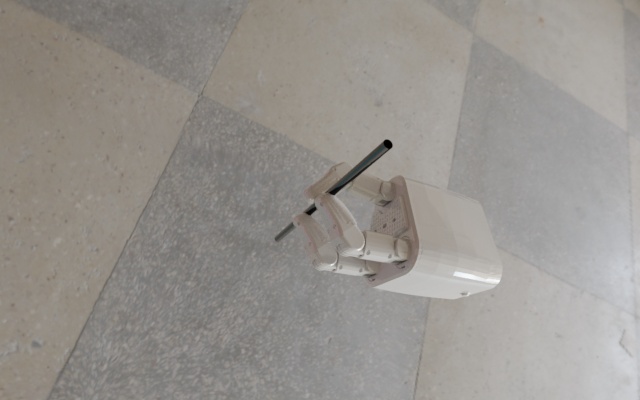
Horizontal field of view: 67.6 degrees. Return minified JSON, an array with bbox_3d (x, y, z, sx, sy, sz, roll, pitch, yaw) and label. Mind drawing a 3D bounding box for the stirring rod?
[{"bbox_3d":[0.000,0.001,0.450,0.011,0.011,0.240,0,-21,-26],"label":"stirring rod"}]
